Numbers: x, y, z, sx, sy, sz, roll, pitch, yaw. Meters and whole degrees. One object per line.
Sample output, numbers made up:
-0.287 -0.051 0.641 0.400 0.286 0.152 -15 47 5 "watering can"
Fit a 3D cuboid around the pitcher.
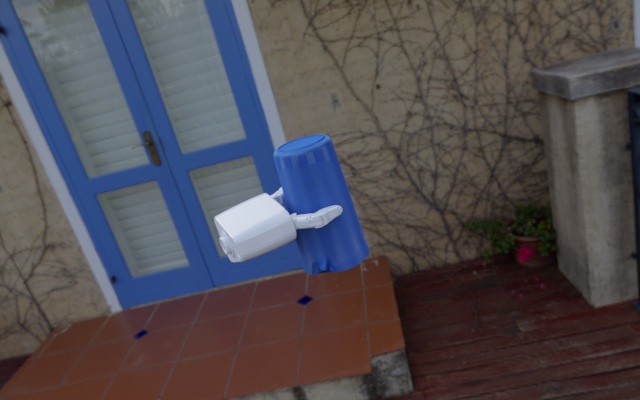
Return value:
0.000 0.003 0.895 0.145 0.243 0.149 -25 20 -23 "pitcher"
